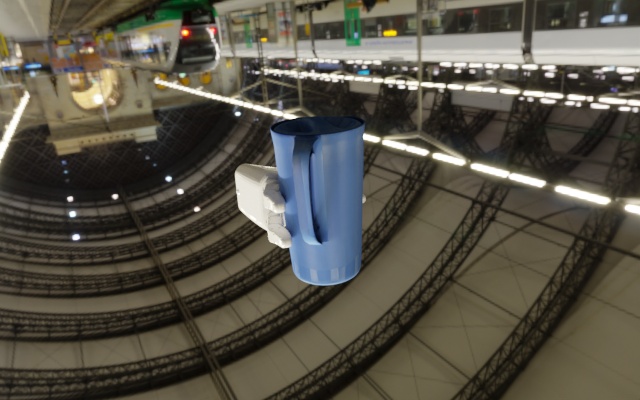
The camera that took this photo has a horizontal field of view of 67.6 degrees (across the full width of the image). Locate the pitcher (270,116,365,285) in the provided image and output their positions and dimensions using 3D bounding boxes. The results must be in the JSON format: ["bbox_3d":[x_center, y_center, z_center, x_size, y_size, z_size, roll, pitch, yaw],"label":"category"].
[{"bbox_3d":[0.000,0.002,0.704,0.149,0.243,0.145,-17,24,-30],"label":"pitcher"}]
